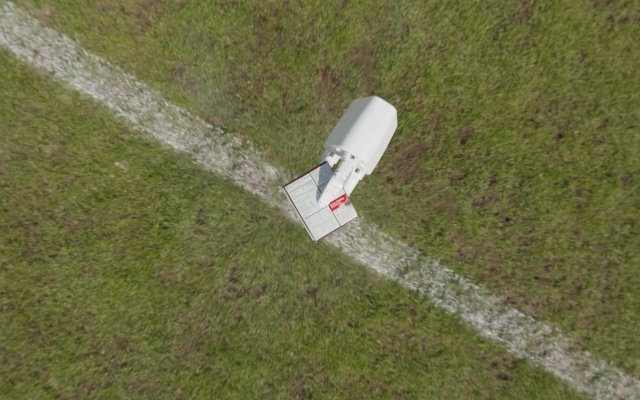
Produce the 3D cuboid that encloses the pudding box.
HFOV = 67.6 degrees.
[{"bbox_3d":[0.000,0.003,0.815,0.090,0.113,0.039,-30,0,-5],"label":"pudding box"}]
